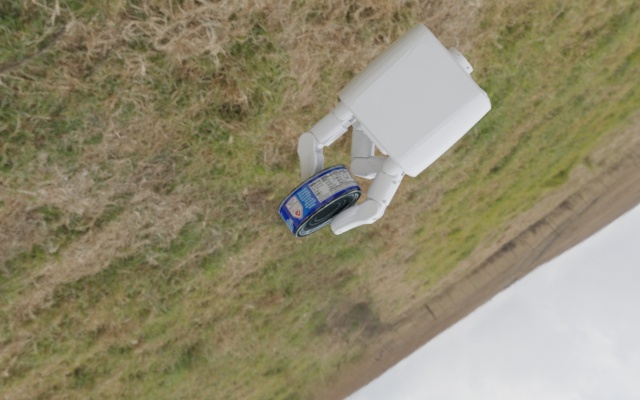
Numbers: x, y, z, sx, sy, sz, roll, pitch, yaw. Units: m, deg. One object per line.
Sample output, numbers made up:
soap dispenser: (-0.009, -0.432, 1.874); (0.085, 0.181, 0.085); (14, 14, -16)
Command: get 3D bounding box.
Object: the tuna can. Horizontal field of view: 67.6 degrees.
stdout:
tuna can: (0.000, 0.002, 0.498); (0.086, 0.033, 0.086); (-32, -14, -9)
